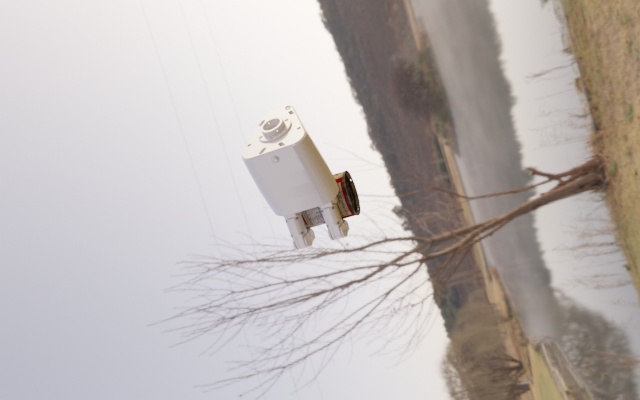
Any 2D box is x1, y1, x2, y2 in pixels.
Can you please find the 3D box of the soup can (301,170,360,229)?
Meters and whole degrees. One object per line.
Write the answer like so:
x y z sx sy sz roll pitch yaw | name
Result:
0.000 0.003 0.706 0.102 0.068 0.068 -16 -5 15 | soup can
